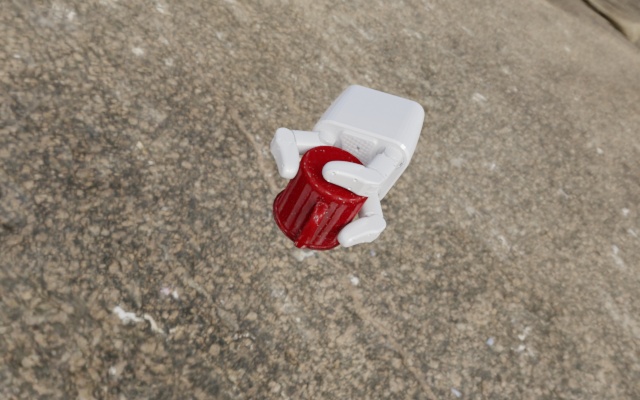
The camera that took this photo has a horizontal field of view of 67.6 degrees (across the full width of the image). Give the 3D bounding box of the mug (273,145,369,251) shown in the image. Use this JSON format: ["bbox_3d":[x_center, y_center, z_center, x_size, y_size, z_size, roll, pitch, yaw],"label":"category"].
[{"bbox_3d":[0.000,0.002,0.512,0.093,0.081,0.117,30,44,-1],"label":"mug"}]
